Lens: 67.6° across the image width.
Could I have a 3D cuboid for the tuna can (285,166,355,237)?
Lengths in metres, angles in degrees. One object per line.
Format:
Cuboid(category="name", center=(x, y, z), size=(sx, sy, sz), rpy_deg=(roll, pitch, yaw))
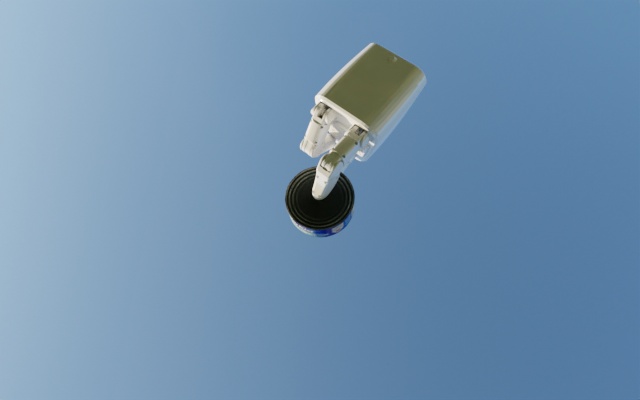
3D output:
Cuboid(category="tuna can", center=(0.000, 0.002, 0.598), size=(0.086, 0.086, 0.034), rpy_deg=(0, -23, 4))
